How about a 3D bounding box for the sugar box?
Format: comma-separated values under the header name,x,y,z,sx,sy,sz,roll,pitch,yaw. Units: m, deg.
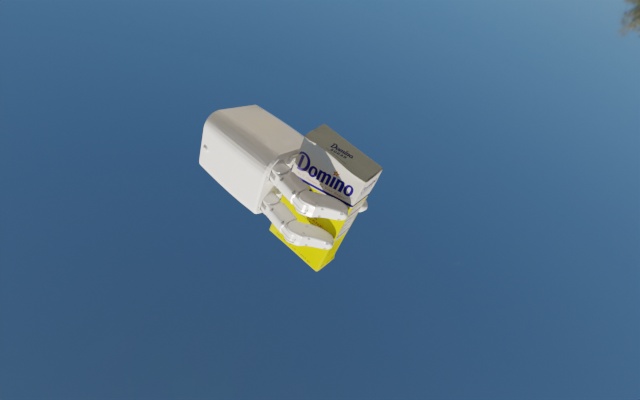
name,x,y,z,sx,sy,sz,roll,pitch,yaw
sugar box,0.000,0.002,0.598,0.093,0.176,0.048,39,48,15
